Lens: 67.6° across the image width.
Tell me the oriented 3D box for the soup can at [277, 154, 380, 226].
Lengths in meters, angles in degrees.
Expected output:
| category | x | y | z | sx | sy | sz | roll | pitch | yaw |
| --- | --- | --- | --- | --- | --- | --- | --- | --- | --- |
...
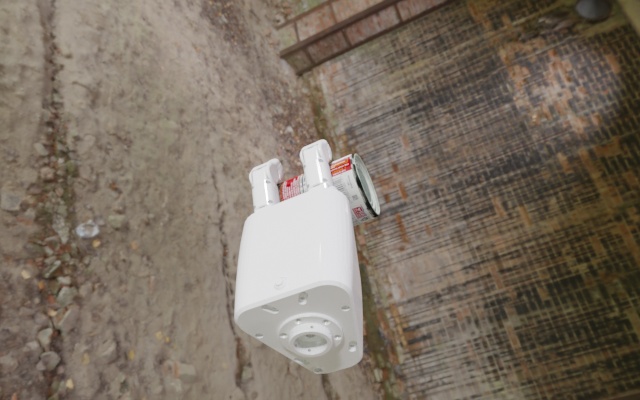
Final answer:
| category | x | y | z | sx | sy | sz | roll | pitch | yaw |
| --- | --- | --- | --- | --- | --- | --- | --- | --- | --- |
| soup can | 0.000 | 0.001 | 0.477 | 0.102 | 0.068 | 0.068 | -21 | -6 | 15 |
